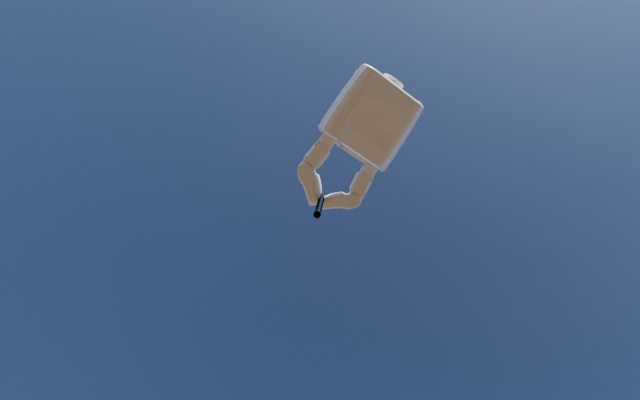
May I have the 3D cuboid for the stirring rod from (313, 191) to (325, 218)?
[{"bbox_3d":[0.000,0.002,0.623,0.011,0.011,0.239,0,6,2],"label":"stirring rod"}]
